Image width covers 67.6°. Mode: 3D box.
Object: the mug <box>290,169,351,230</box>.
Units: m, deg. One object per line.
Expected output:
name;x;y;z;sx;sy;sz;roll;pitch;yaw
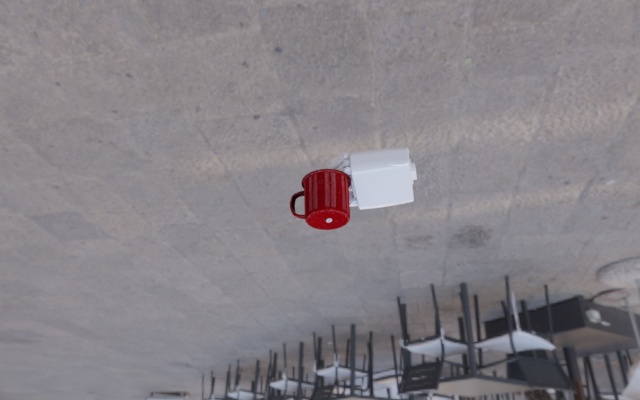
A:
mug;-0.001;0.003;0.869;0.117;0.081;0.093;-8;-30;11
